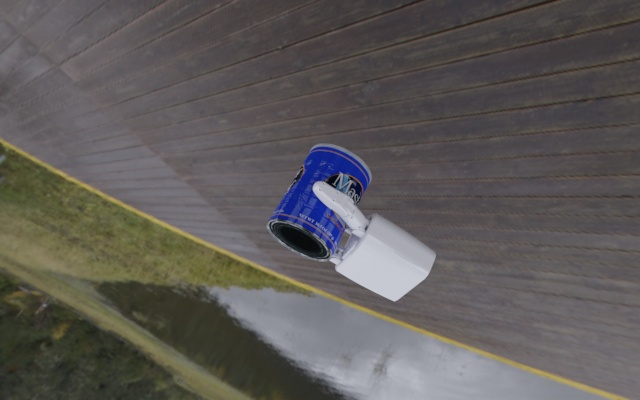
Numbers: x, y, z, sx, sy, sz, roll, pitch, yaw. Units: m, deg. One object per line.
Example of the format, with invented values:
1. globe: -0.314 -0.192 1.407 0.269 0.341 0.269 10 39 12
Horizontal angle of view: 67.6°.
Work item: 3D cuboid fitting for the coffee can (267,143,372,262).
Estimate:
1. coffee can: 0.000 0.002 0.695 0.103 0.140 0.103 23 -25 12
